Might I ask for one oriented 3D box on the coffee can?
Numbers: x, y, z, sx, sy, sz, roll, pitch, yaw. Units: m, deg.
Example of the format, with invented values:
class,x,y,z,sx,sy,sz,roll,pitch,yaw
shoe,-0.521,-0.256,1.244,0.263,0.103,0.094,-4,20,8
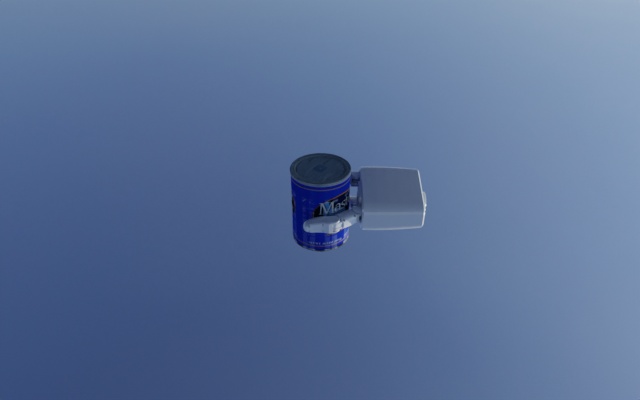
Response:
class,x,y,z,sx,sy,sz,roll,pitch,yaw
coffee can,0.000,0.003,0.833,0.103,0.140,0.102,0,34,0
